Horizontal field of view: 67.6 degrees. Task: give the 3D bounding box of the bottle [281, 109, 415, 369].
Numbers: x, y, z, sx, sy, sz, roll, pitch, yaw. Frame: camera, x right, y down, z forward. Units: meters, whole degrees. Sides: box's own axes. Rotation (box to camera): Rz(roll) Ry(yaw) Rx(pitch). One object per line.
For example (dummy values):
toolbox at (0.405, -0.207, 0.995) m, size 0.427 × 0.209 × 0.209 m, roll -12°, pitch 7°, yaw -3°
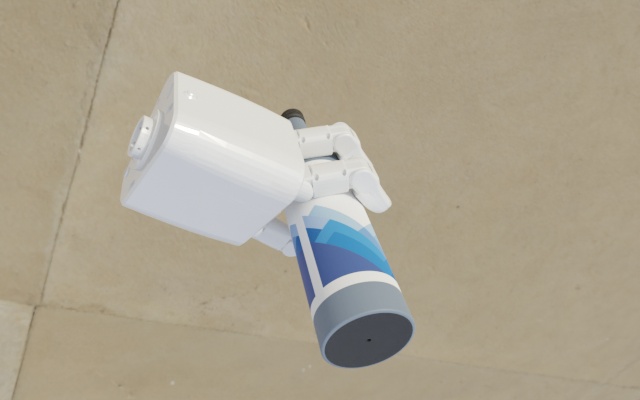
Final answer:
bottle at (0.000, 0.002, 0.429) m, size 0.069 × 0.069 × 0.295 m, roll 0°, pitch 39°, yaw -17°
